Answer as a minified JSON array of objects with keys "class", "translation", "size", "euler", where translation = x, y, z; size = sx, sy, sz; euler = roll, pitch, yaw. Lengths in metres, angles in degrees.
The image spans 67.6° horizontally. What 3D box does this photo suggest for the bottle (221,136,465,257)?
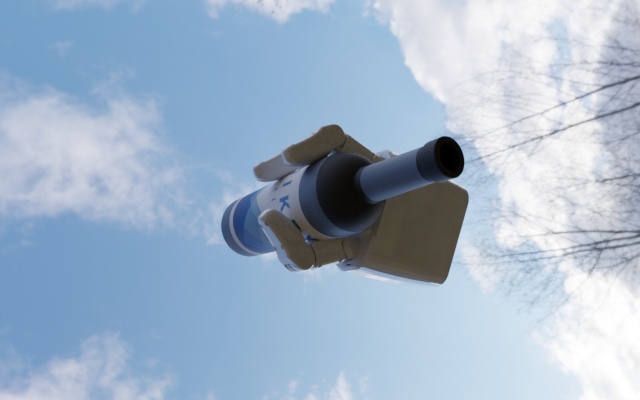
[{"class":"bottle","translation":[0.000,0.001,0.415],"size":[0.069,0.069,0.296],"euler":[0,-11,-34]}]
